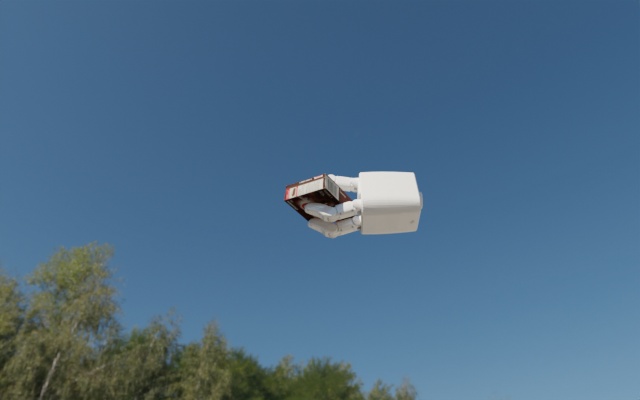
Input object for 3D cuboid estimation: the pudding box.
[{"bbox_3d":[0.000,0.003,0.891,0.090,0.039,0.113,-17,-40,27],"label":"pudding box"}]
